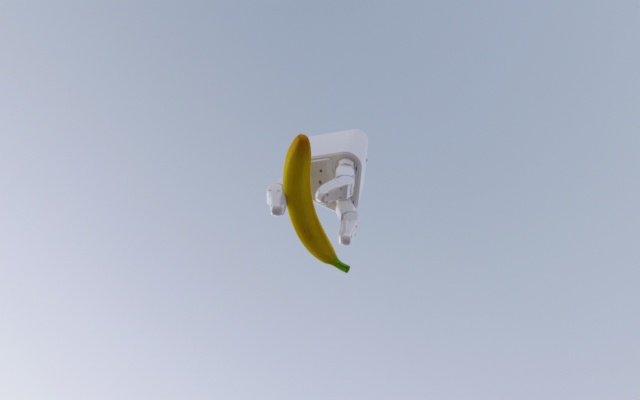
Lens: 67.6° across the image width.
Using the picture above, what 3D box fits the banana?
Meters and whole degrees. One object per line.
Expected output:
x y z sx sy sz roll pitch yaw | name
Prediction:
-0.015 0.007 0.634 0.069 0.198 0.037 -8 23 29 | banana
